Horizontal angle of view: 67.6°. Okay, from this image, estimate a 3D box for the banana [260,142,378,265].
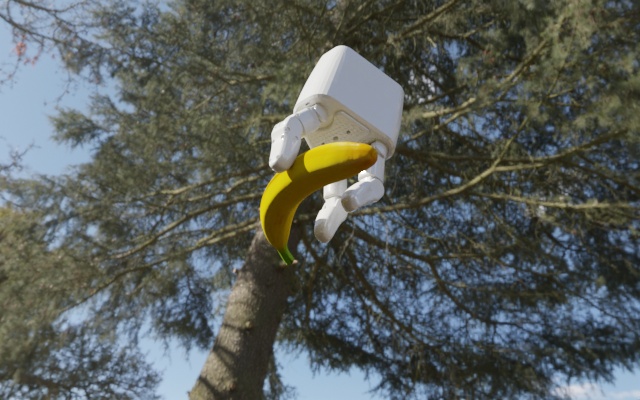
[{"bbox_3d":[-0.017,-0.006,0.475,0.069,0.037,0.198,31,-42,-6],"label":"banana"}]
